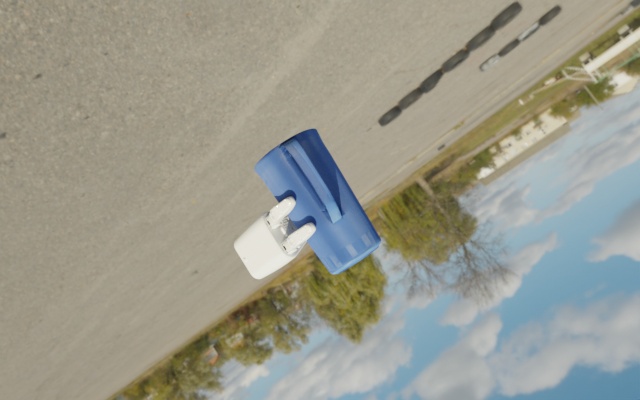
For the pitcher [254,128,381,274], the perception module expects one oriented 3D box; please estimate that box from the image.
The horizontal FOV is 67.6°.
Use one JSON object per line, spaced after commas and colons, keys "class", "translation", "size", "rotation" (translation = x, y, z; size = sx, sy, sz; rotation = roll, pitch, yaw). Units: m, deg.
{"class": "pitcher", "translation": [0.000, 0.003, 0.837], "size": [0.145, 0.243, 0.149], "rotation": [-38, -7, 35]}
